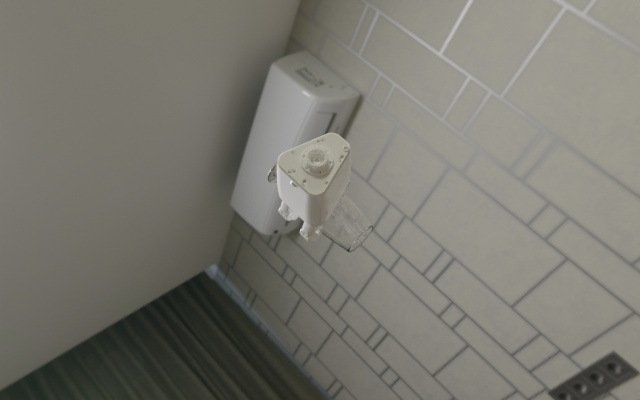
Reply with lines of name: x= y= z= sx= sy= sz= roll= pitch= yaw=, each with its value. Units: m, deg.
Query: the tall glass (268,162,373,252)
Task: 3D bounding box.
tall glass: x=0.000 y=0.002 z=0.851 sx=0.201 sy=0.079 sz=0.079 roll=43 pitch=15 yaw=17
